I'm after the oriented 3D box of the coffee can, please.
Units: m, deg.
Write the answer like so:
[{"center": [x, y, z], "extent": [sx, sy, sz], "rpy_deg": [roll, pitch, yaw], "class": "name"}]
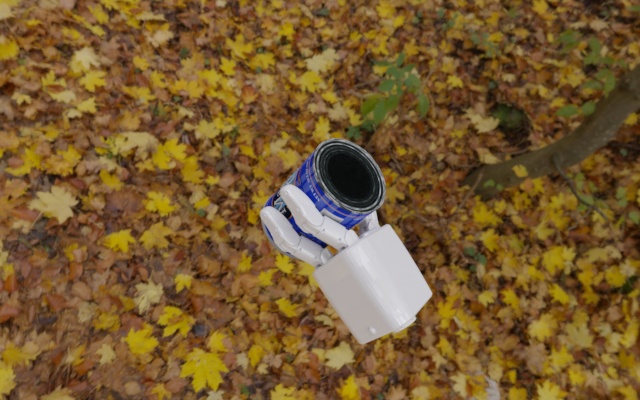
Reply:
[{"center": [0.000, 0.002, 0.608], "extent": [0.103, 0.102, 0.140], "rpy_deg": [0, -28, -35], "class": "coffee can"}]
